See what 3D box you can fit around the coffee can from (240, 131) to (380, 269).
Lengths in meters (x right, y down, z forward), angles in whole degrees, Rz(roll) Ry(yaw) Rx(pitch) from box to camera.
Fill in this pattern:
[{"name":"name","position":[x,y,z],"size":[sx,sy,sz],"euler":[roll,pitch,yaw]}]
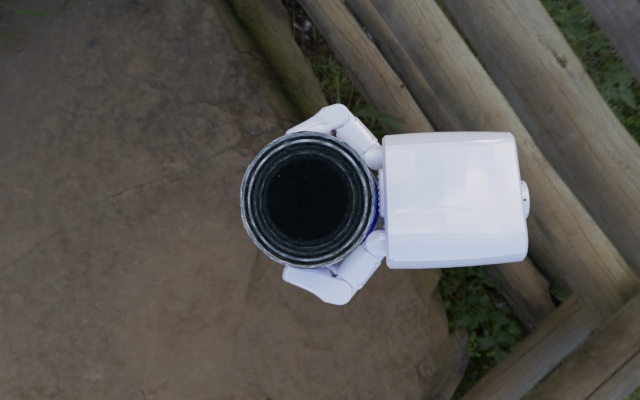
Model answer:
[{"name":"coffee can","position":[0.000,0.001,0.419],"size":[0.103,0.103,0.140],"euler":[0,-1,9]}]
